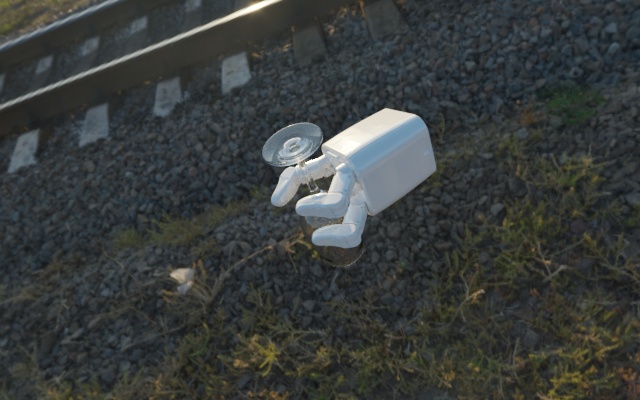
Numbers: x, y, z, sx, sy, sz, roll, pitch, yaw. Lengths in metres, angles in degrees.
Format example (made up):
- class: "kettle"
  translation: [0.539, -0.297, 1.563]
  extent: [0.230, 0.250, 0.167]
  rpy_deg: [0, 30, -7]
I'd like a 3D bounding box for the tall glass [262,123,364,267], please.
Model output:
- class: "tall glass"
  translation: [0.000, 0.002, 0.612]
  extent: [0.079, 0.079, 0.201]
  rpy_deg: [0, -43, 26]
